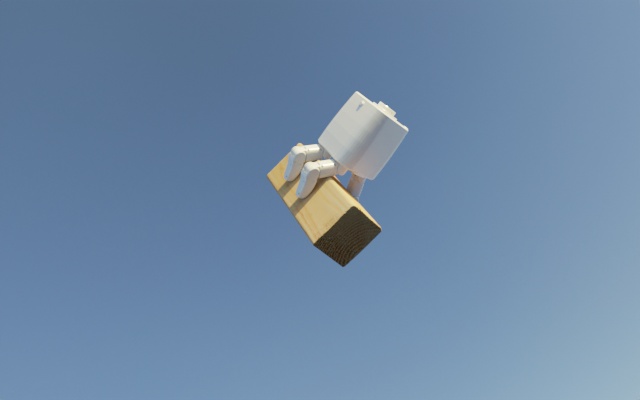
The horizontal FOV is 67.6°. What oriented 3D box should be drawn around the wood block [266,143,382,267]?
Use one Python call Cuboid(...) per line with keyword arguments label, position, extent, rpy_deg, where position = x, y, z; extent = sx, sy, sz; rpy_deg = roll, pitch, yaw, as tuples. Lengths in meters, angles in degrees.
Cuboid(label="wood block", position=(0.001, 0.002, 0.808), extent=(0.091, 0.090, 0.206), rpy_deg=(40, 8, -42))
